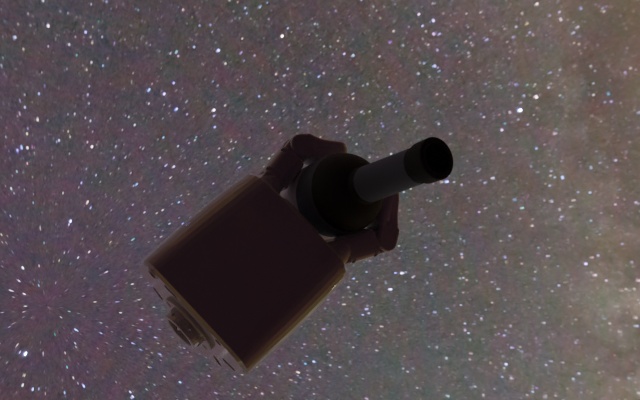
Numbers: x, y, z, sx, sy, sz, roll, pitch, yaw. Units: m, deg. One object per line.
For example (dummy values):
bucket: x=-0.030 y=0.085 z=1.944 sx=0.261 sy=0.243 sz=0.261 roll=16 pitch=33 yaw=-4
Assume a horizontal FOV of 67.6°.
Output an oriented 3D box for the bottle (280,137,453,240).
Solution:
bottle: x=0.000 y=0.001 z=0.418 sx=0.069 sy=0.069 sz=0.296 roll=0 pitch=-11 yaw=-30
